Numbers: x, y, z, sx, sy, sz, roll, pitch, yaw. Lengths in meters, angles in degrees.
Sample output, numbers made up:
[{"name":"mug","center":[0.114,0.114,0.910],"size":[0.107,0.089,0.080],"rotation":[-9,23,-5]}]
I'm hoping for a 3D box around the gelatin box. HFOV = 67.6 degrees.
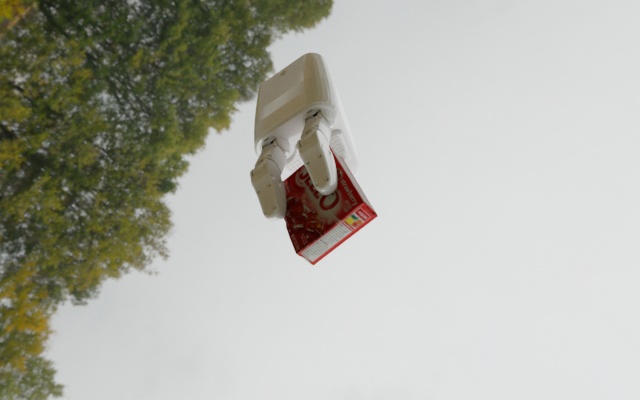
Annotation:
[{"name":"gelatin box","center":[0.000,0.002,0.430],"size":[0.073,0.089,0.030],"rotation":[-38,-45,12]}]
